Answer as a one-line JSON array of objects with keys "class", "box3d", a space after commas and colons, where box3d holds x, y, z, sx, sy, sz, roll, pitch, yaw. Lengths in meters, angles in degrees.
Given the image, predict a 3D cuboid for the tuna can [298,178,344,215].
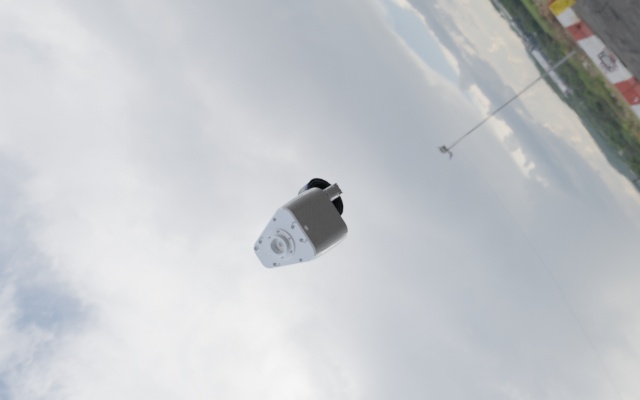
[{"class": "tuna can", "box3d": [0.000, 0.003, 0.876, 0.086, 0.086, 0.034, 0, -30, -48]}]
